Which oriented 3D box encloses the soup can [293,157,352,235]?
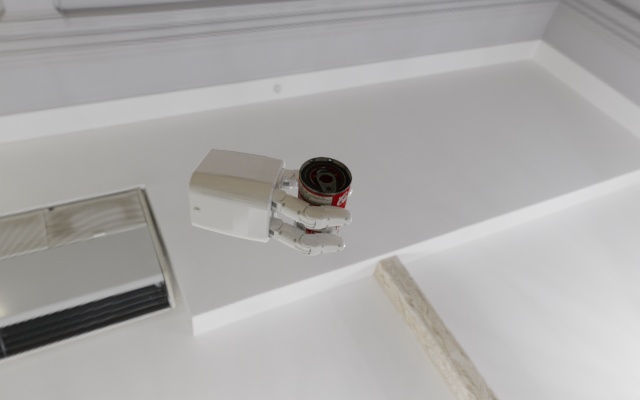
[{"bbox_3d":[0.001,0.002,0.640,0.068,0.068,0.102,0,-44,-10],"label":"soup can"}]
